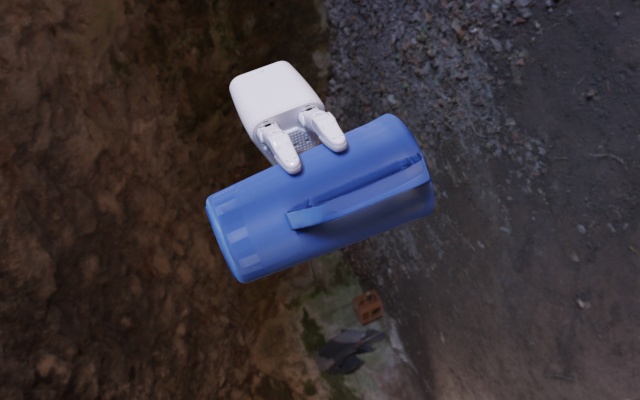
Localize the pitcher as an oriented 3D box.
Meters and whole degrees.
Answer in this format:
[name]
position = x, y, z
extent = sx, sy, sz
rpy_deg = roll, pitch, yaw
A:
[pitcher]
position = 0.000, 0.002, 0.547
extent = 0.243, 0.145, 0.149
rpy_deg = -23, -36, -9
